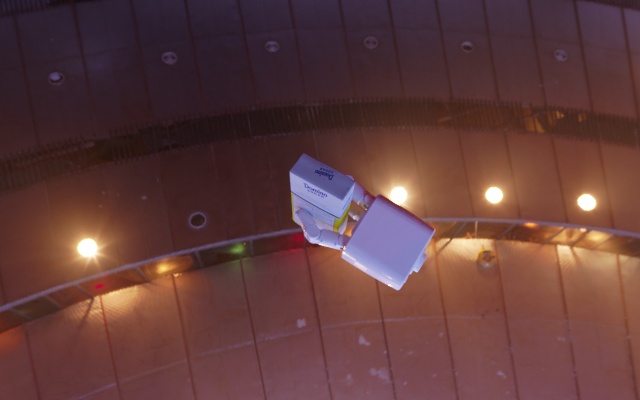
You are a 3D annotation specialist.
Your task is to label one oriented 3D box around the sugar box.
[{"bbox_3d":[0.001,0.002,0.768,0.093,0.048,0.176,29,-26,11],"label":"sugar box"}]
